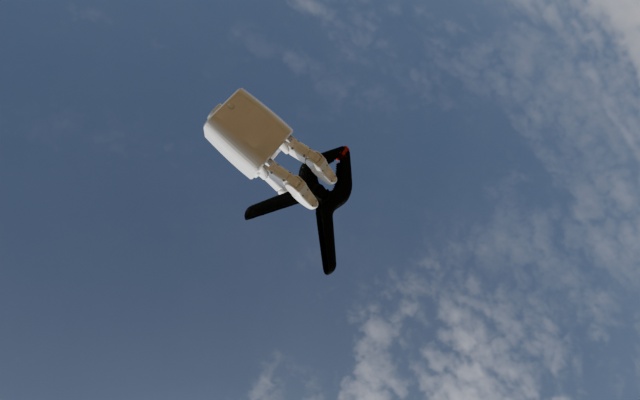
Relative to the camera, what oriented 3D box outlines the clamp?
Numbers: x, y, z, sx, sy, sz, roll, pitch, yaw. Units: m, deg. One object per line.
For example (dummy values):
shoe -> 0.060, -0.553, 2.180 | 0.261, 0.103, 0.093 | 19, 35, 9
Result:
clamp -> 0.000, 0.002, 0.766 | 0.164, 0.210, 0.036 | 43, -28, -10
